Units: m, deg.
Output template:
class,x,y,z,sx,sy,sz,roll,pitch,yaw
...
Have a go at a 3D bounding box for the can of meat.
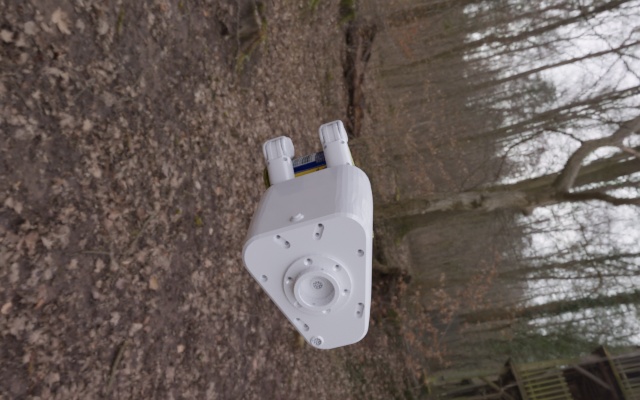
class,x,y,z,sx,sy,sz,roll,pitch,yaw
can of meat,0.000,0.002,0.481,0.084,0.102,0.057,-16,16,10
